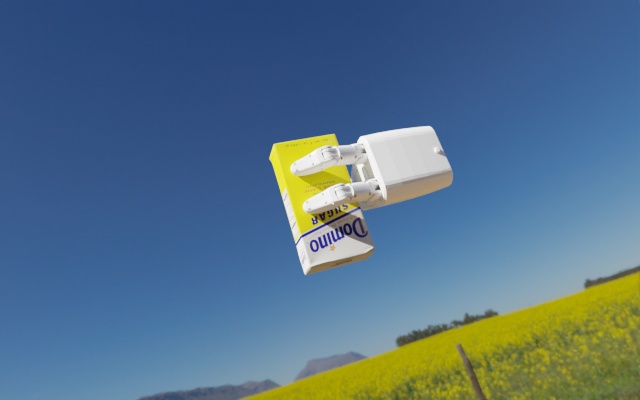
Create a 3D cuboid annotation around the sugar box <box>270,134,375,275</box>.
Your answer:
[{"bbox_3d":[0.000,0.002,0.640,0.093,0.176,0.048,-13,-21,-18],"label":"sugar box"}]
